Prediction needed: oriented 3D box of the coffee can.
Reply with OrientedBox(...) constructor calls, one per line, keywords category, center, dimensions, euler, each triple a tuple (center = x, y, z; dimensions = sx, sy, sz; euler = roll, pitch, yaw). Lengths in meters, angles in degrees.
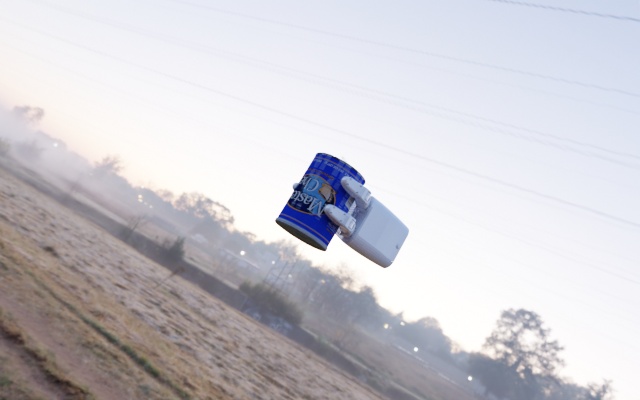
OrientedBox(category="coffee can", center=(0.000, 0.003, 0.826), dimensions=(0.103, 0.140, 0.103), euler=(29, -12, 7))
